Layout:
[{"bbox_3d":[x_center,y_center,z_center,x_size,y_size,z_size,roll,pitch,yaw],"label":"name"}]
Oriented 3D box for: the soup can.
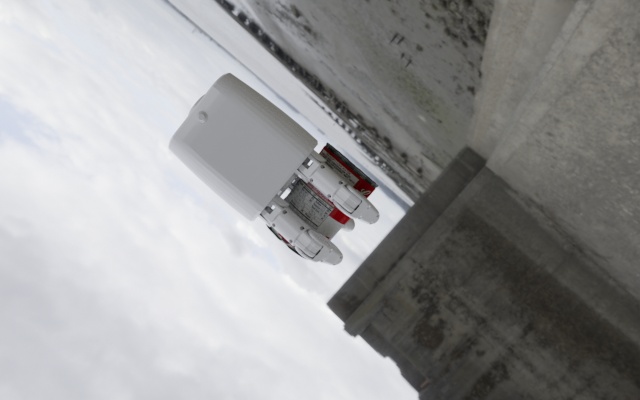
[{"bbox_3d":[0.000,0.002,0.485,0.068,0.102,0.068,40,7,-6],"label":"soup can"}]
